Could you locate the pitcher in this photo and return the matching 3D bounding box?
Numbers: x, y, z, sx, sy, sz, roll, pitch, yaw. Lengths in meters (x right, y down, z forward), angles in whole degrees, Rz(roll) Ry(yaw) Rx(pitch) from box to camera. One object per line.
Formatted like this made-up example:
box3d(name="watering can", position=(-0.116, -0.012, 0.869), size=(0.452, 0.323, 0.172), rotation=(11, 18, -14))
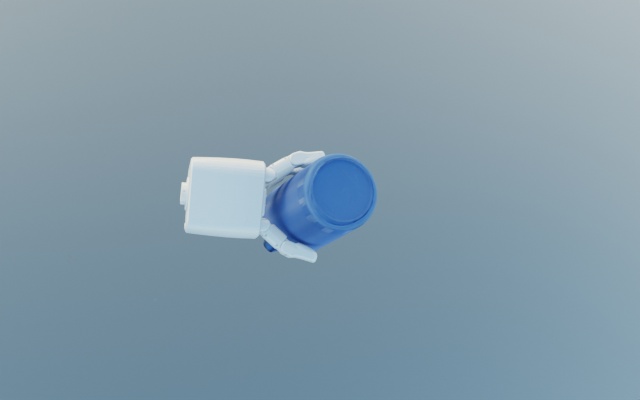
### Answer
box3d(name="pitcher", position=(0.000, 0.003, 0.751), size=(0.145, 0.149, 0.243), rotation=(5, -13, -17))
